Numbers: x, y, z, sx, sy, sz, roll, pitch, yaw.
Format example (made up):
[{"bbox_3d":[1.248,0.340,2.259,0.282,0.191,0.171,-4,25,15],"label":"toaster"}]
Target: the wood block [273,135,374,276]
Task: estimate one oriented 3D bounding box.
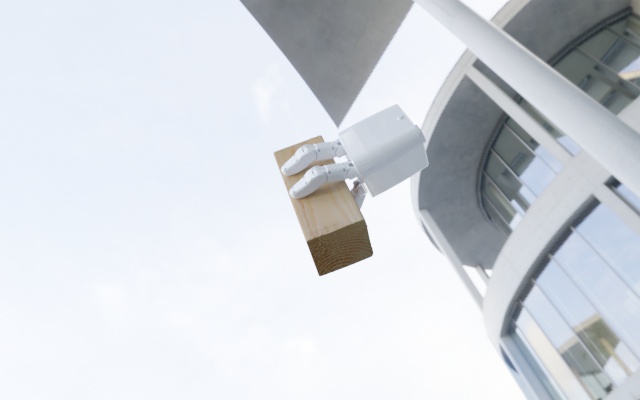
[{"bbox_3d":[0.001,0.002,0.750,0.090,0.091,0.206,-21,46,-2],"label":"wood block"}]
